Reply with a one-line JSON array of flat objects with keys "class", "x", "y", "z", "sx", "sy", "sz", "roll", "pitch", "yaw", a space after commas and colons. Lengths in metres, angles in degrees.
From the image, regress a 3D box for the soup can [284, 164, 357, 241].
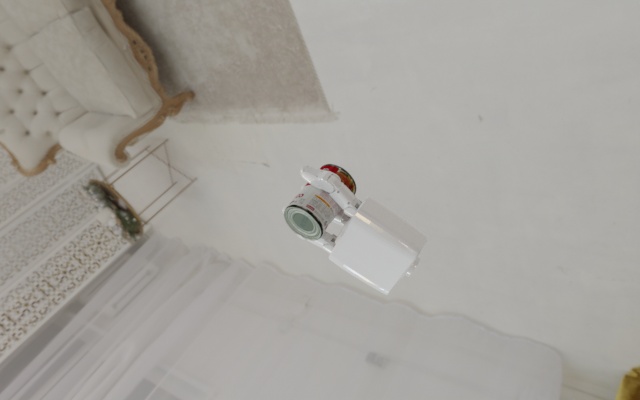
[{"class": "soup can", "x": 0.000, "y": 0.002, "z": 0.712, "sx": 0.068, "sy": 0.068, "sz": 0.102, "roll": 0, "pitch": 39, "yaw": 42}]
